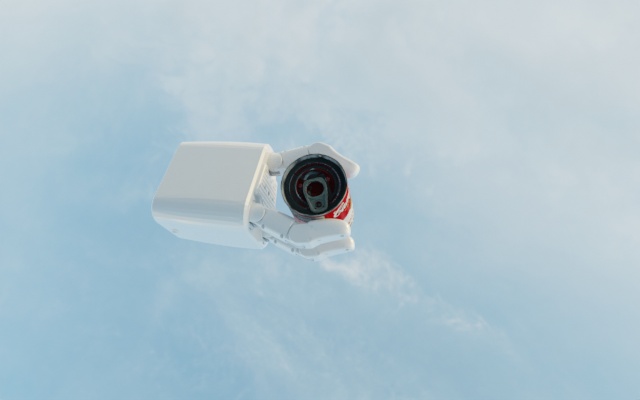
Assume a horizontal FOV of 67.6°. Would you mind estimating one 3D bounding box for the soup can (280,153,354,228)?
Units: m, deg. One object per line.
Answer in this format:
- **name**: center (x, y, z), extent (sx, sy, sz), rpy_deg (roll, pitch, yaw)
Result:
- **soup can**: center (0.001, 0.002, 0.521), extent (0.068, 0.068, 0.102), rpy_deg (0, -21, 8)
